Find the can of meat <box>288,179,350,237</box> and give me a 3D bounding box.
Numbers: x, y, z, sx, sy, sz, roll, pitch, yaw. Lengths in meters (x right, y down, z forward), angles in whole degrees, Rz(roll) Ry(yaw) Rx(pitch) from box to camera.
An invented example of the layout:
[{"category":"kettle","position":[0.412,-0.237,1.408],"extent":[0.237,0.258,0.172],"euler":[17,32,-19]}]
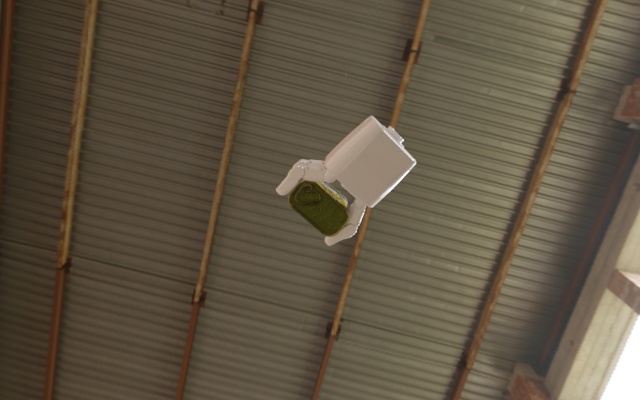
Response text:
[{"category":"can of meat","position":[0.000,0.003,0.807],"extent":[0.102,0.057,0.084],"euler":[41,14,-7]}]
